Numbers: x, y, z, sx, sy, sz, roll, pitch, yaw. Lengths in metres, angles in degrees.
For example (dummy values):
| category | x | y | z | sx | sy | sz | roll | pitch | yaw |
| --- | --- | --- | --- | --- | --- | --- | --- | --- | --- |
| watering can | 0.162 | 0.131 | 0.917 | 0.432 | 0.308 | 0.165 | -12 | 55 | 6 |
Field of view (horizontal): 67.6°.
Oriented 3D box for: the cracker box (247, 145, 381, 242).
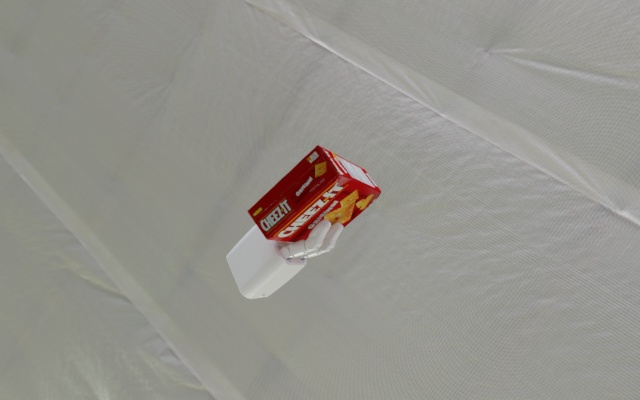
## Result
| category | x | y | z | sx | sy | sz | roll | pitch | yaw |
| --- | --- | --- | --- | --- | --- | --- | --- | --- | --- |
| cracker box | 0.000 | 0.003 | 0.840 | 0.164 | 0.072 | 0.214 | -42 | -22 | 14 |
